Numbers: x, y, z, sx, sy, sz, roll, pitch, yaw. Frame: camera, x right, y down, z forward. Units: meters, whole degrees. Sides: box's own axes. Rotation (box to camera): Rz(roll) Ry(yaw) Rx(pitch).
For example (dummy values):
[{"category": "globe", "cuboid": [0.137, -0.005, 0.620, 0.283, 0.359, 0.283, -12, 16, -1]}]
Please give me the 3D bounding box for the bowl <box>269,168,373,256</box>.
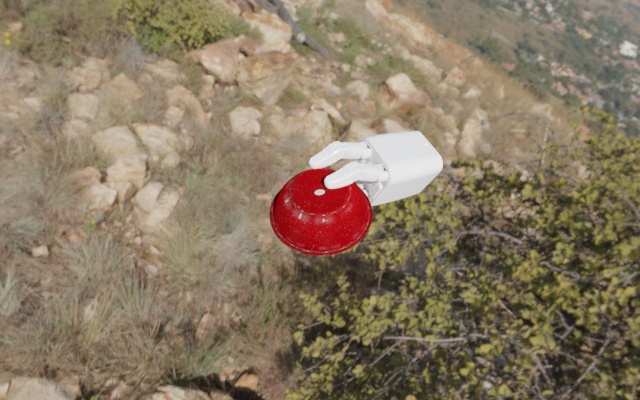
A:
[{"category": "bowl", "cuboid": [-0.001, 0.003, 0.726, 0.162, 0.162, 0.055, 0, -39, 2]}]
